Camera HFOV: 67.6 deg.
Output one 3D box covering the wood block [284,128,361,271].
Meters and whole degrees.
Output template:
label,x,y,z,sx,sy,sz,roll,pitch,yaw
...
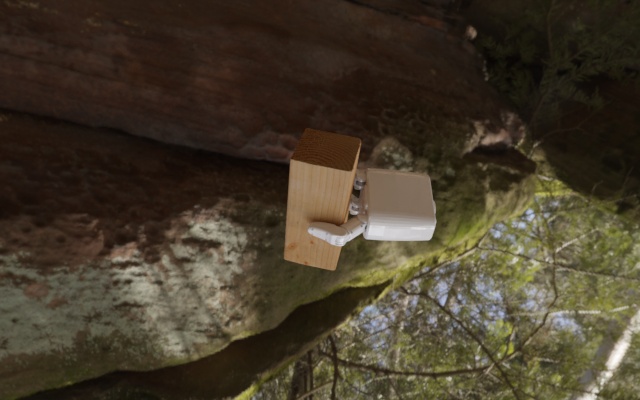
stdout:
label,x,y,z,sx,sy,sz,roll,pitch,yaw
wood block,0.000,0.003,0.757,0.090,0.206,0.090,12,40,6
